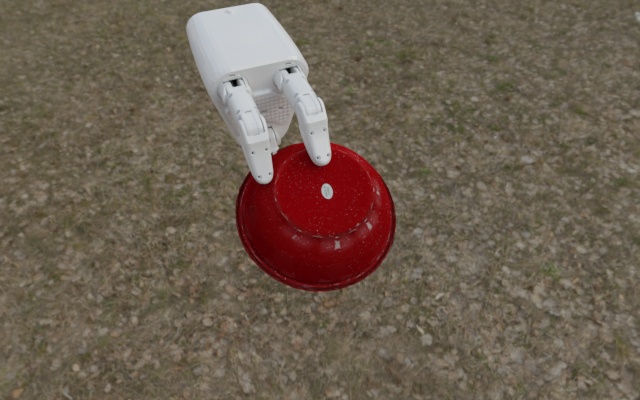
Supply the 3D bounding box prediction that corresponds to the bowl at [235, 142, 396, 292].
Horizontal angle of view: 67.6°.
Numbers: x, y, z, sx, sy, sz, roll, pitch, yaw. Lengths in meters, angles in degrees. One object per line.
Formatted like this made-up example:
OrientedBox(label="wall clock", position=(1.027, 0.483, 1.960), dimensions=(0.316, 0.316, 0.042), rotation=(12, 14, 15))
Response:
OrientedBox(label="bowl", position=(0.001, 0.002, 0.454), dimensions=(0.162, 0.162, 0.055), rotation=(0, -24, -9))
